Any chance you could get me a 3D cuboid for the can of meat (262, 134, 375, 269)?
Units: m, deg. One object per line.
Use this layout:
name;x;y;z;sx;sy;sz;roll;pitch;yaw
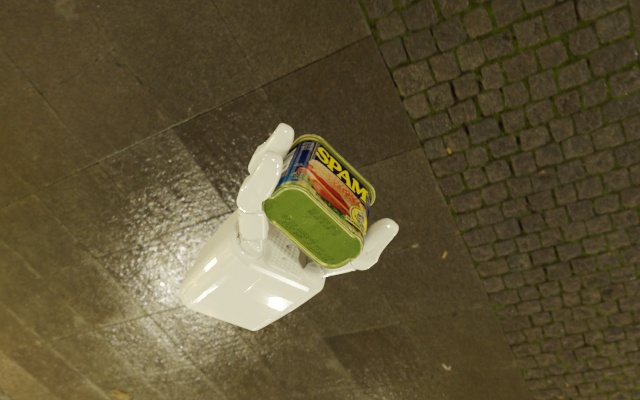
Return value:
can of meat;0.000;0.002;0.443;0.057;0.102;0.084;-36;21;31
